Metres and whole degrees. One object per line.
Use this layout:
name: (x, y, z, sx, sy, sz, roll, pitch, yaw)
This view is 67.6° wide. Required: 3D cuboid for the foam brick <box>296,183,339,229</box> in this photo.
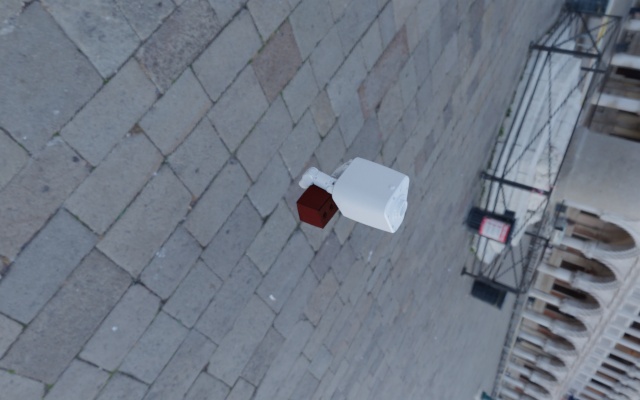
foam brick: (0.000, 0.003, 0.878, 0.051, 0.078, 0.053, 22, -34, 26)
